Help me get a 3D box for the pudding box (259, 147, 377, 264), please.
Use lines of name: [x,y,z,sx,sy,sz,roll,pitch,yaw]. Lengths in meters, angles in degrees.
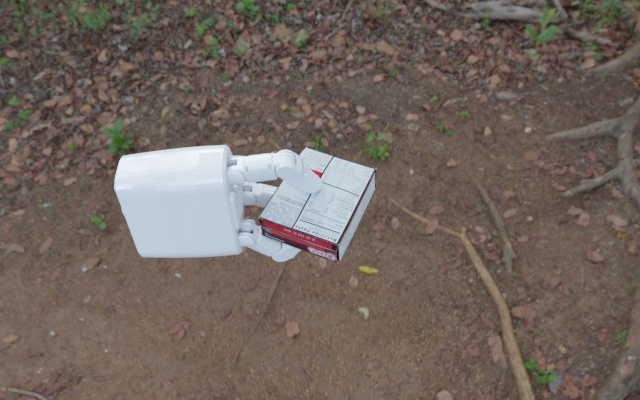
pudding box: [0.000,0.002,0.508,0.090,0.113,0.039,19,-33,16]
